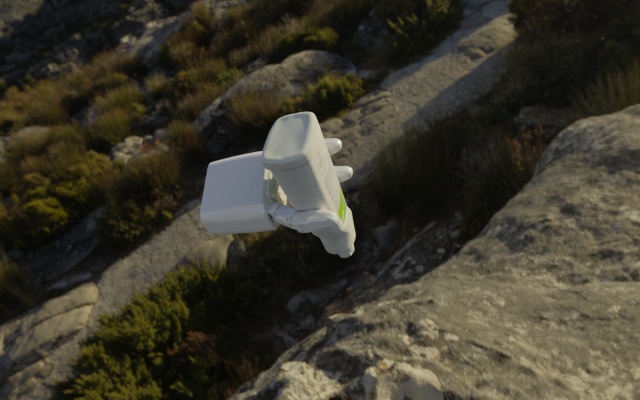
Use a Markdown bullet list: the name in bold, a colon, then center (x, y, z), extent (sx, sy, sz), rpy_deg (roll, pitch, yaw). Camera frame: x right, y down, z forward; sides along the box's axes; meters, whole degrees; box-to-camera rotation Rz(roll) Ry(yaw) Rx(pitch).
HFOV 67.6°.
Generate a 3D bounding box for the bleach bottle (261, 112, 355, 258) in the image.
- **bleach bottle**: center (0.000, 0.002, 0.679), extent (0.068, 0.102, 0.251), rpy_deg (-7, -45, 19)
